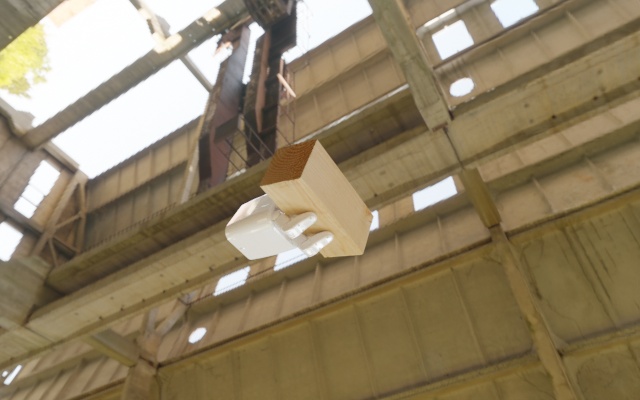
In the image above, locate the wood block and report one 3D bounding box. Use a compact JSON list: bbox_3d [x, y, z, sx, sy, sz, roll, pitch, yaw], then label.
[{"bbox_3d":[0.000,0.003,0.837,0.090,0.090,0.206,-9,-45,35],"label":"wood block"}]
